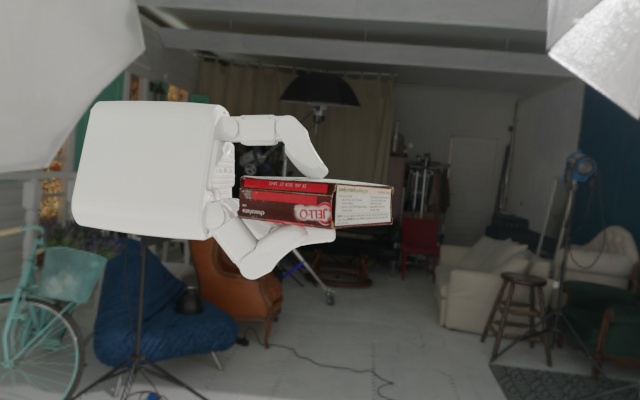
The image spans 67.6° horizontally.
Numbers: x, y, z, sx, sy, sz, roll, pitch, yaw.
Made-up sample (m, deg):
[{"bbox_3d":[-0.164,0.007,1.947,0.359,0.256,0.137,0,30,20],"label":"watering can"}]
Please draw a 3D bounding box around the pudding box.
[{"bbox_3d":[0.000,0.001,0.404,0.090,0.039,0.113,6,5,31],"label":"pudding box"}]
